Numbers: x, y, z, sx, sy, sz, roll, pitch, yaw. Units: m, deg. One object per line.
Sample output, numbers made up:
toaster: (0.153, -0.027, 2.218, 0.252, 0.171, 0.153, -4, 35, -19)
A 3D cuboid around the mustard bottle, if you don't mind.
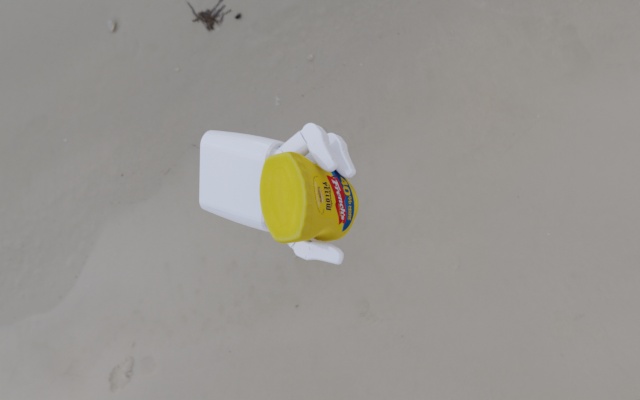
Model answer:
mustard bottle: (0.000, 0.002, 0.579, 0.058, 0.096, 0.191, -13, -9, 24)
